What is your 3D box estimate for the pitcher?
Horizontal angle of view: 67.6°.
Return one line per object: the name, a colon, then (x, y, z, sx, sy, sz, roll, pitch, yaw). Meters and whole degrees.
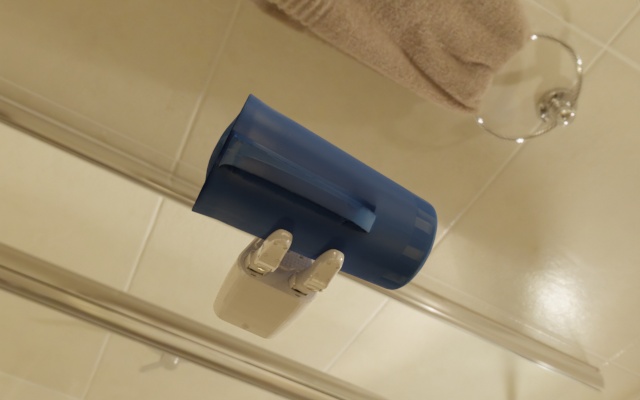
pitcher: (0.000, 0.002, 0.500, 0.243, 0.149, 0.145, 26, -50, -12)
